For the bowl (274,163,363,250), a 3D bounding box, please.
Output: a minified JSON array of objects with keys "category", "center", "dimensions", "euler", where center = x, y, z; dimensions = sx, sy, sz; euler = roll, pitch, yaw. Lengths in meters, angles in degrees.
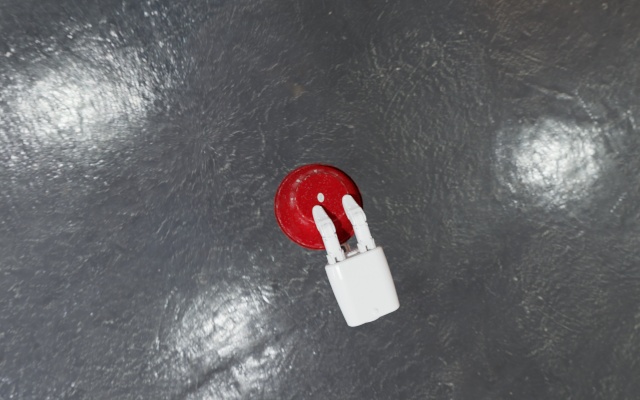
[{"category":"bowl","center":[-0.001,0.002,0.833],"dimensions":[0.162,0.162,0.055],"euler":[0,-15,-6]}]
